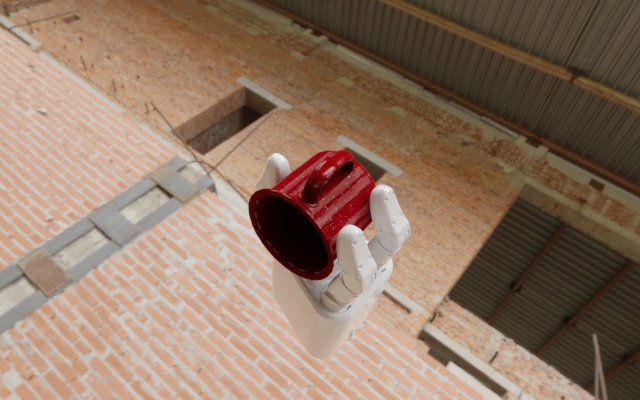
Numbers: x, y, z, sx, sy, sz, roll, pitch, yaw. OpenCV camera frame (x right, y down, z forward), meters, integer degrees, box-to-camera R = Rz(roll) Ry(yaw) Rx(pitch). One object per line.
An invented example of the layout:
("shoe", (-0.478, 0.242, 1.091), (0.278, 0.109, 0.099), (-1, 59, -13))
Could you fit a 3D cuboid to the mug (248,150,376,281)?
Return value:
("mug", (0.000, 0.000, 0.409), (0.093, 0.117, 0.081), (37, 54, 17))
